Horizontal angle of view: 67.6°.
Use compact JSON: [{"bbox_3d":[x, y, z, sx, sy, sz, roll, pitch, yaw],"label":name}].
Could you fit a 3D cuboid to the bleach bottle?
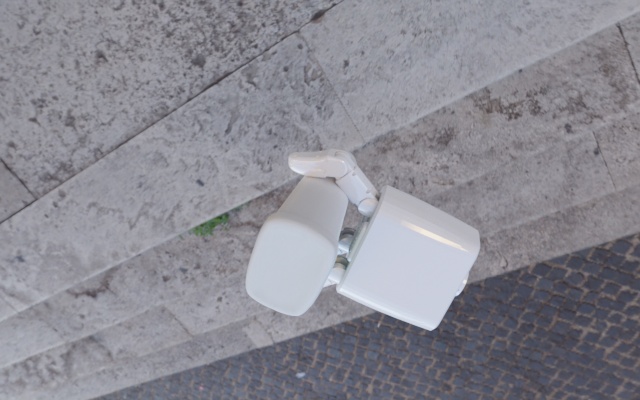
[{"bbox_3d":[0.000,0.002,0.504,0.068,0.103,0.250,24,32,1],"label":"bleach bottle"}]
